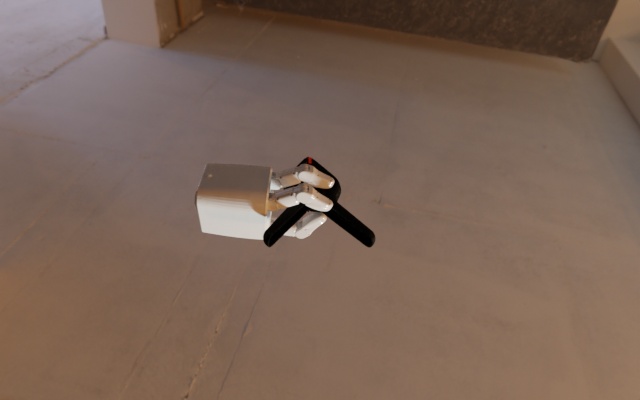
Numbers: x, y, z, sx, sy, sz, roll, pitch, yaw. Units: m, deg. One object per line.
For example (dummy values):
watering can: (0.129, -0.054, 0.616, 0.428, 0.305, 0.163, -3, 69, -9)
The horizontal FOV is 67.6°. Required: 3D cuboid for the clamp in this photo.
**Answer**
clamp: (0.000, 0.003, 0.762, 0.164, 0.036, 0.209, 6, 39, -4)
